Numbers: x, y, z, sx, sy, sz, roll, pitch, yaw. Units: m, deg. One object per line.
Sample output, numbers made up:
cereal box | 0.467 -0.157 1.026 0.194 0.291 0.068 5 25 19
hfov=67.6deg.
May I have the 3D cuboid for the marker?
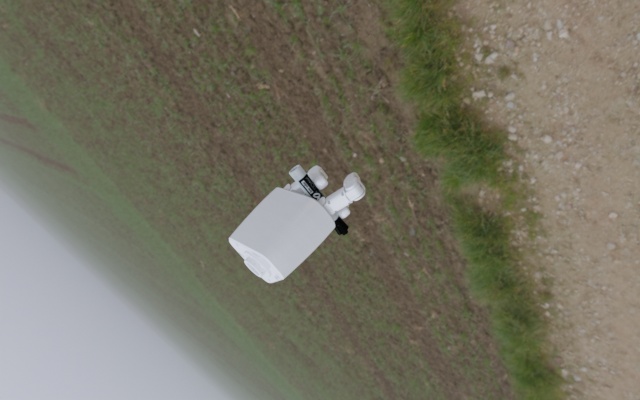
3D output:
marker | 0.000 0.002 0.663 0.020 0.121 0.020 -34 19 13
